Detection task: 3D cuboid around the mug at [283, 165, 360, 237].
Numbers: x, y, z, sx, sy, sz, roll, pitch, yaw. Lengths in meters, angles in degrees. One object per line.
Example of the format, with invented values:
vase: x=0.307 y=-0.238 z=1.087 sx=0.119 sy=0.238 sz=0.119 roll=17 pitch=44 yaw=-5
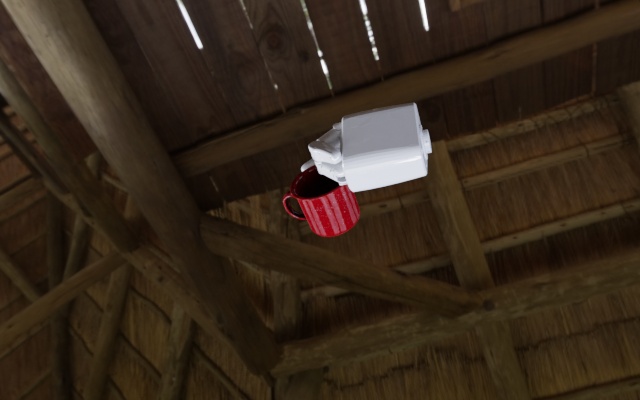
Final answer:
mug: x=-0.001 y=0.003 z=0.726 sx=0.117 sy=0.081 sz=0.093 roll=-11 pitch=35 yaw=18
